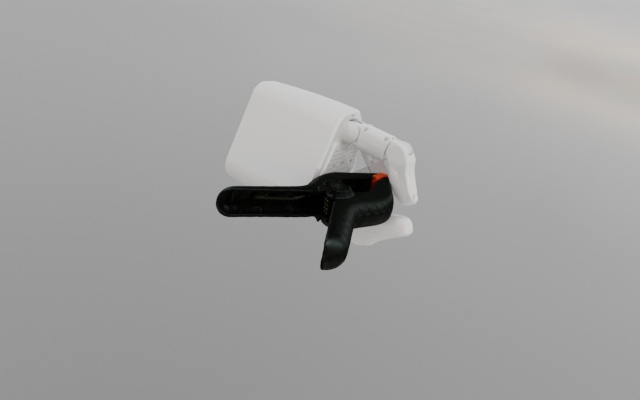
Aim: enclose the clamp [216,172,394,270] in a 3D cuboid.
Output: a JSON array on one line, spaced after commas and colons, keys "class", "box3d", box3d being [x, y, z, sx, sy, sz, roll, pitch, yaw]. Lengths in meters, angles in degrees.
[{"class": "clamp", "box3d": [0.000, 0.001, 0.407, 0.120, 0.039, 0.171, 26, 24, 22]}]
